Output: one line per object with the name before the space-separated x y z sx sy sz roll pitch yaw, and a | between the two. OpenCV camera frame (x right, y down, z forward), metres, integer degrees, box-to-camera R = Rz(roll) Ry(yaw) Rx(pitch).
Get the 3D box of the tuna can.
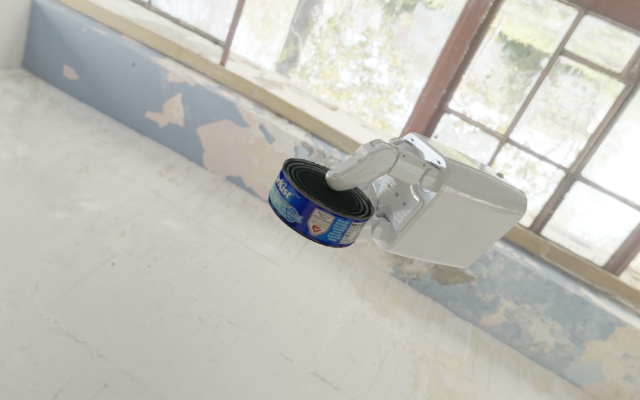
tuna can | 0.000 0.002 0.402 0.086 0.034 0.086 26 22 -11
